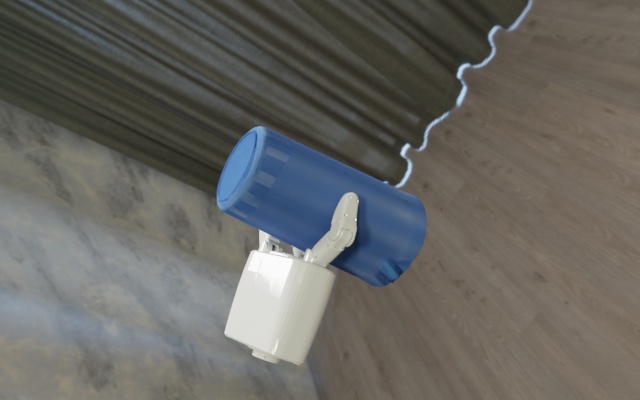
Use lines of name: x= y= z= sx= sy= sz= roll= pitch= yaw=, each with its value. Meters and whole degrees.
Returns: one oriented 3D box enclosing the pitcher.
pitcher: x=0.000 y=0.002 z=0.600 sx=0.243 sy=0.145 sz=0.149 roll=26 pitch=-16 yaw=-26
